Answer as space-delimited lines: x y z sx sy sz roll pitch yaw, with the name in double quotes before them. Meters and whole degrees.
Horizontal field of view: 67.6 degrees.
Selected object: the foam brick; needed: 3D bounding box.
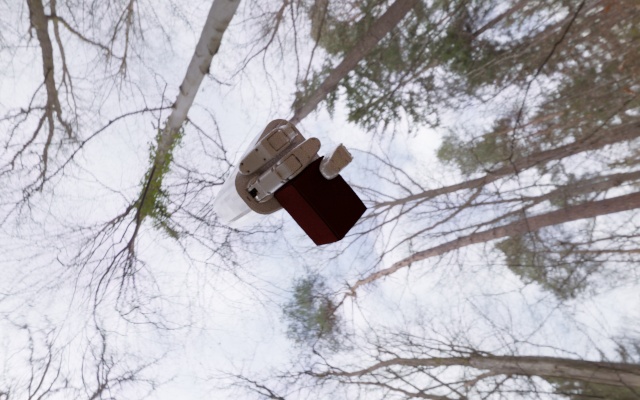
"foam brick" 0.000 0.002 0.509 0.053 0.078 0.051 -45 9 -31
